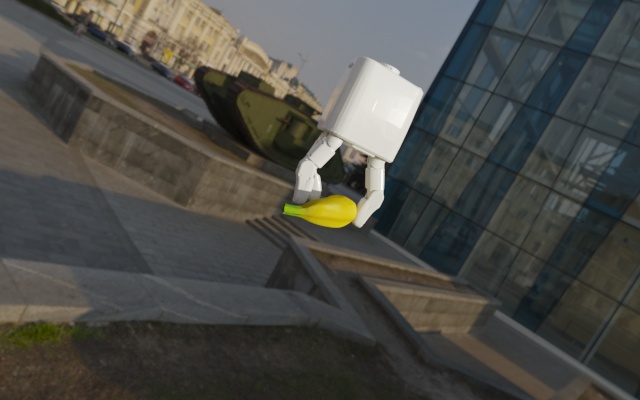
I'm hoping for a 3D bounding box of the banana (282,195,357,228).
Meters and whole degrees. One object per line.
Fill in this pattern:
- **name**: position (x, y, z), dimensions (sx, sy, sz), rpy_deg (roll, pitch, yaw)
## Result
- **banana**: position (0.016, 0.009, 0.637), dimensions (0.069, 0.037, 0.198), rpy_deg (24, 7, 15)
